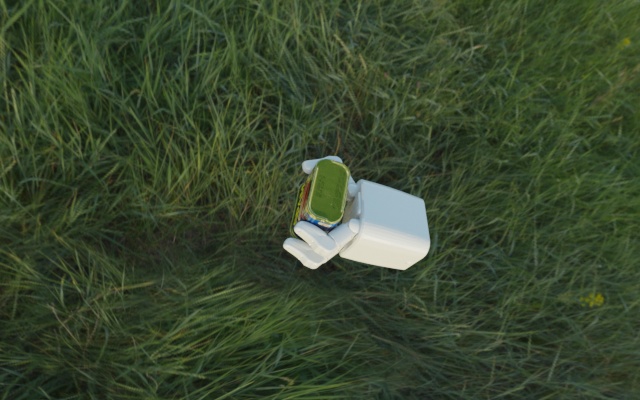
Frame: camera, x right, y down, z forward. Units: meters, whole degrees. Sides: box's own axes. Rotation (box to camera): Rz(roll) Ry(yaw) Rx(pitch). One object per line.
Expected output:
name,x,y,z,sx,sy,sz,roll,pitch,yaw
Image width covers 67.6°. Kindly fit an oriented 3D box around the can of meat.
can of meat,0.000,0.002,0.678,0.057,0.102,0.084,17,-29,-11
